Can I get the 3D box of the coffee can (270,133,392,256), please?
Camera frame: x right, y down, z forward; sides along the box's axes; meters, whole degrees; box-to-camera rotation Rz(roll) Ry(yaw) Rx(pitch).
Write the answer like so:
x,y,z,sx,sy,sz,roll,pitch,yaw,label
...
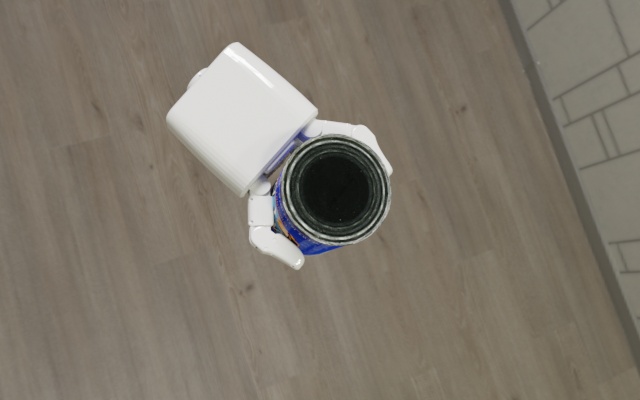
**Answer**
x,y,z,sx,sy,sz,roll,pitch,yaw,label
0.000,0.002,0.490,0.103,0.103,0.140,0,-10,-13,coffee can
